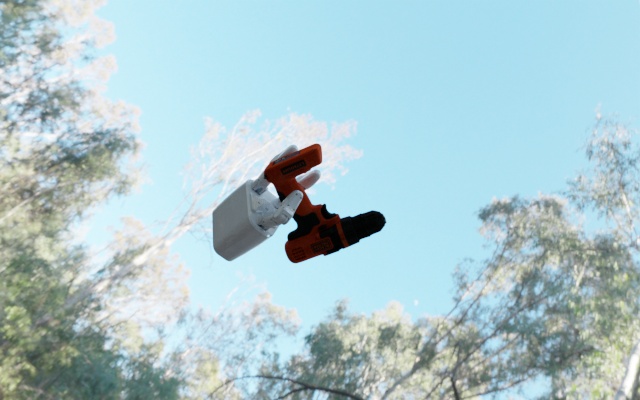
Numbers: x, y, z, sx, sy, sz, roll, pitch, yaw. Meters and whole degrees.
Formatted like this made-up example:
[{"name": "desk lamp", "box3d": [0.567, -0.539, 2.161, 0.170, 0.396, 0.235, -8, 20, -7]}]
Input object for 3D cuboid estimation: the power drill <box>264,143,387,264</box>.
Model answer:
[{"name": "power drill", "box3d": [0.000, 0.002, 0.812, 0.184, 0.188, 0.057, -22, 14, 6]}]
